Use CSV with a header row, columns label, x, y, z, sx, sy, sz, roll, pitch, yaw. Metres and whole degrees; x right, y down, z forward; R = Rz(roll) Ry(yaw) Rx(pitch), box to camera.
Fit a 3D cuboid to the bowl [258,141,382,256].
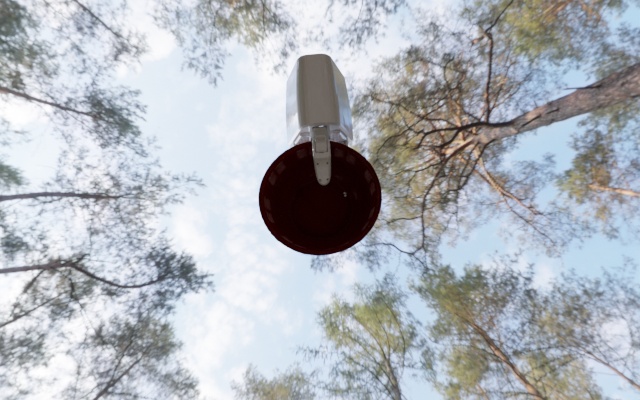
label,x,y,z,sx,sy,sz,roll,pitch,yaw
bowl,0.000,0.004,0.646,0.162,0.162,0.055,0,-21,2
